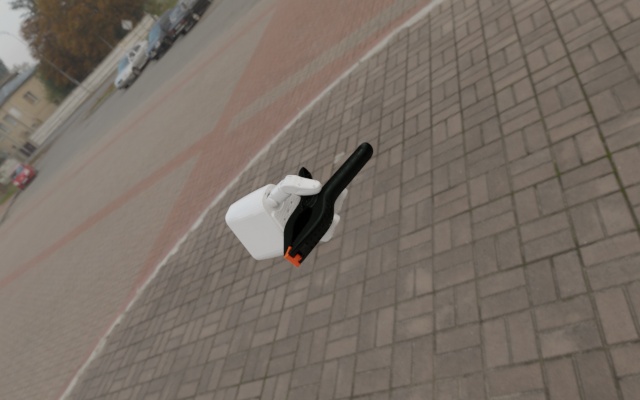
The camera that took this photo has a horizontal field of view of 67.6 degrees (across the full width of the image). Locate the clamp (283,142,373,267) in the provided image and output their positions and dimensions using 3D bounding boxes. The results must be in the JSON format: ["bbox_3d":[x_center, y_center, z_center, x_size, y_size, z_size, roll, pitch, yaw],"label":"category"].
[{"bbox_3d":[-0.001,0.002,0.728,0.036,0.209,0.164,40,-42,-26],"label":"clamp"}]
